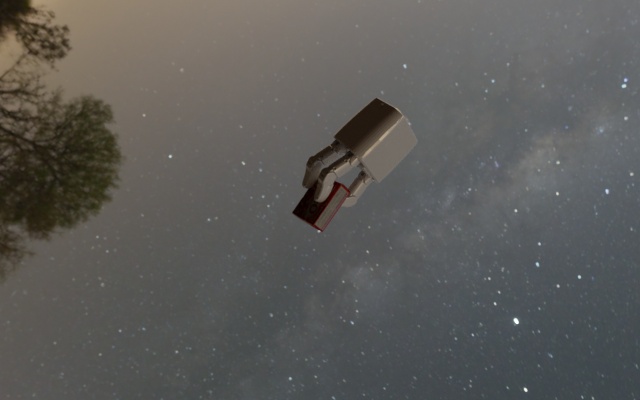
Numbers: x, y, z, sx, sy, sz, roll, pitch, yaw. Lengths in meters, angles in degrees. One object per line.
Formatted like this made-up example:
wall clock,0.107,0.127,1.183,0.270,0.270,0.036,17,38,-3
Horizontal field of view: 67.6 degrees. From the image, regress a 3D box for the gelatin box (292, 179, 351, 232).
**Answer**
gelatin box,0.000,0.003,0.843,0.030,0.089,0.073,39,-8,-37
